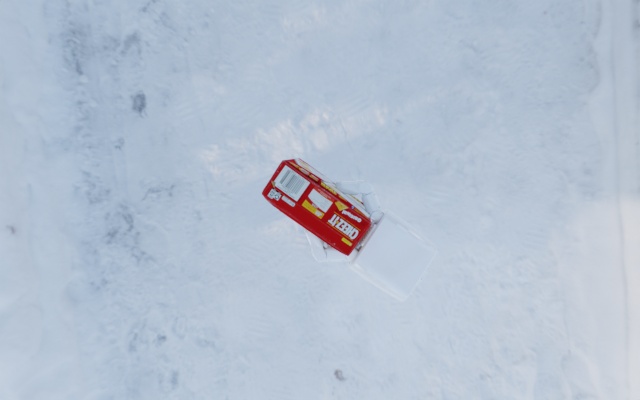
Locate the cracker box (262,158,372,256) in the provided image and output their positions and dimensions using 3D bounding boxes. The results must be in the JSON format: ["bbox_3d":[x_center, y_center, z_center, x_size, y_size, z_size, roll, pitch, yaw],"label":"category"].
[{"bbox_3d":[0.000,0.003,0.805,0.164,0.072,0.213,35,7,0],"label":"cracker box"}]
